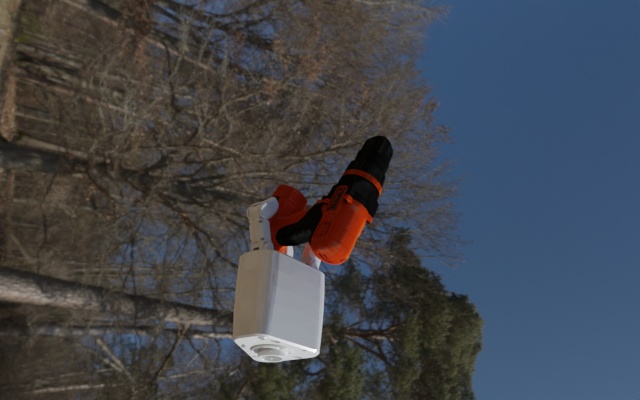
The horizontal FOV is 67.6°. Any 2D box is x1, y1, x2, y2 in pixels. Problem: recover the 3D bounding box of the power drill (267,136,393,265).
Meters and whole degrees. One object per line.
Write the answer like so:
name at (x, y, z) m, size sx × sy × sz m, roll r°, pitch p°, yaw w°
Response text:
power drill at (0.000, 0.002, 0.625) m, size 0.057 × 0.184 × 0.188 m, roll 44°, pitch -32°, yaw -23°
